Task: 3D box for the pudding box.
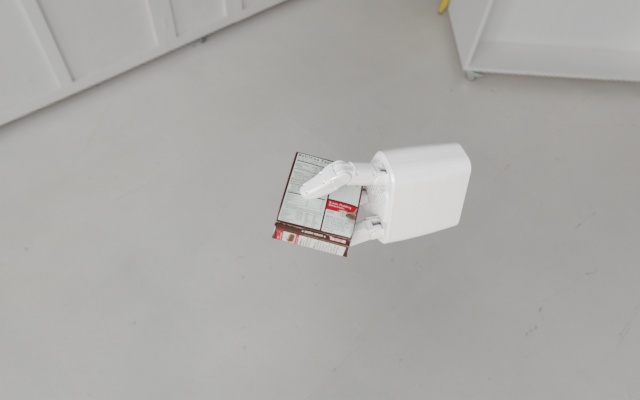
[{"bbox_3d":[0.000,0.002,0.561,0.090,0.113,0.039,14,-40,0],"label":"pudding box"}]
